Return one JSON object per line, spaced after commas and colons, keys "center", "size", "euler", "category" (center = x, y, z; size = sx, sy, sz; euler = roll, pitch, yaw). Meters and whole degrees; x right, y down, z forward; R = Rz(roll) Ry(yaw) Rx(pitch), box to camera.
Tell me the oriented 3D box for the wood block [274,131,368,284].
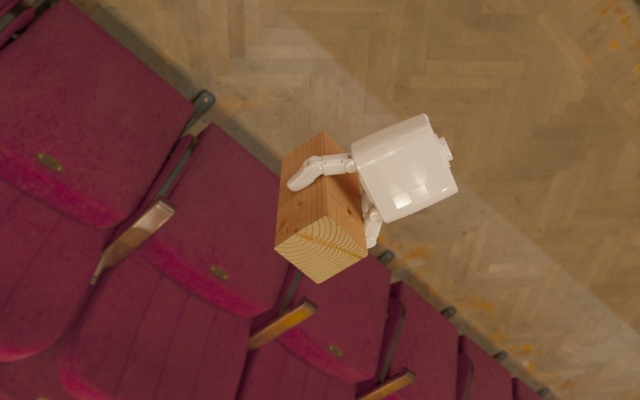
{"center": [0.000, 0.002, 0.692], "size": [0.090, 0.206, 0.091], "euler": [-33, -59, 22], "category": "wood block"}
